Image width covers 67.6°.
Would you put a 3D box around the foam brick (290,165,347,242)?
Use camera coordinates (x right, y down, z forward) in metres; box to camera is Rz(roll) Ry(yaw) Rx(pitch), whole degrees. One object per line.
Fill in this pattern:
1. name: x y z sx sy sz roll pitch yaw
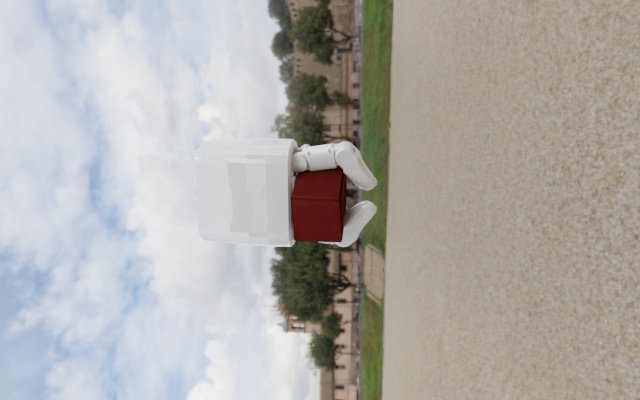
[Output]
1. foam brick: 0.000 0.002 0.506 0.051 0.053 0.078 2 31 6
